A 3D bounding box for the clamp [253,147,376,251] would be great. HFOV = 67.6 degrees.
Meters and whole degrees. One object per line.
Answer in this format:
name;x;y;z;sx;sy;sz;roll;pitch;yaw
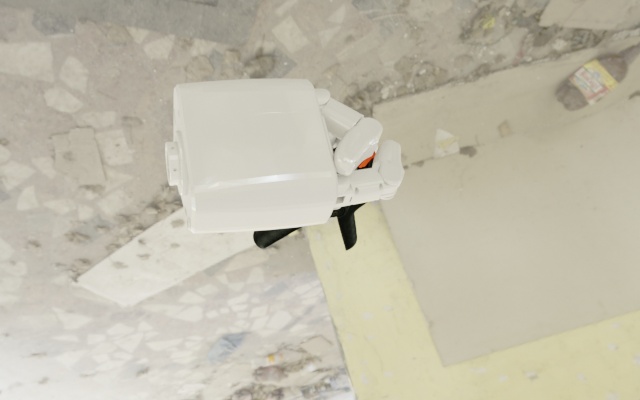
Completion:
clamp;0.000;0.002;0.475;0.120;0.039;0.172;-7;-37;-22
